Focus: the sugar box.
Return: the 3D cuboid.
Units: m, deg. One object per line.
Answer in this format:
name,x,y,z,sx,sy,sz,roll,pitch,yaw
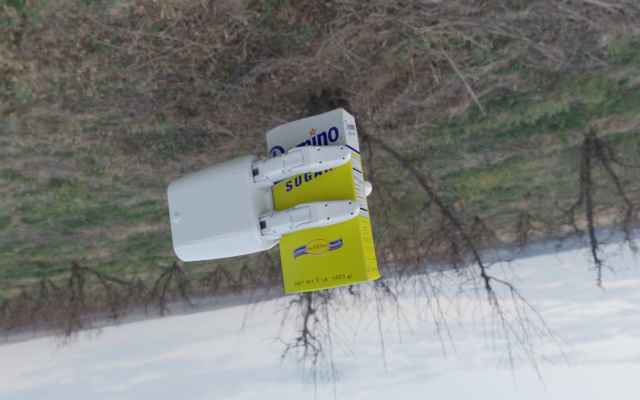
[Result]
sugar box,0.000,0.002,0.496,0.093,0.176,0.048,-13,-9,22
